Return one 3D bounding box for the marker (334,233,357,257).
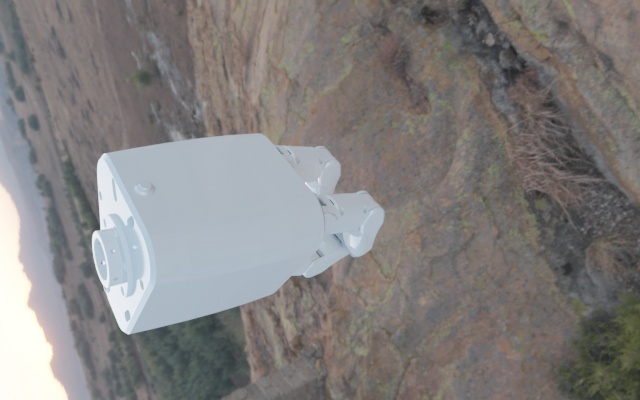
[{"bbox_3d":[0.000,0.001,0.419,0.020,0.020,0.121,0,40,-45],"label":"marker"}]
